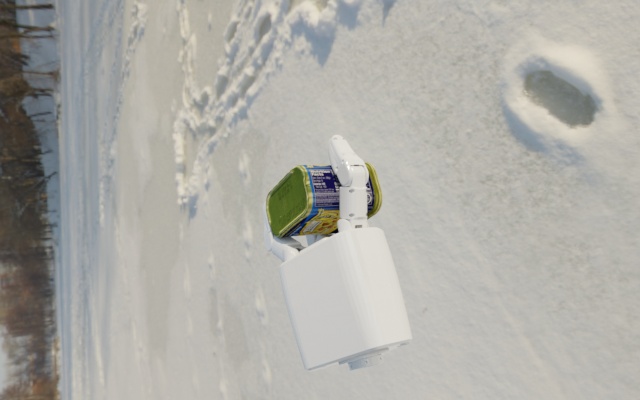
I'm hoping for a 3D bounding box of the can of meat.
[{"bbox_3d":[0.000,0.002,0.498,0.084,0.057,0.102,-2,-21,-30],"label":"can of meat"}]
